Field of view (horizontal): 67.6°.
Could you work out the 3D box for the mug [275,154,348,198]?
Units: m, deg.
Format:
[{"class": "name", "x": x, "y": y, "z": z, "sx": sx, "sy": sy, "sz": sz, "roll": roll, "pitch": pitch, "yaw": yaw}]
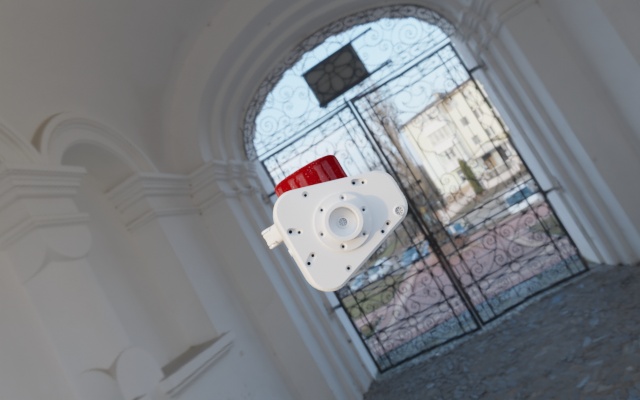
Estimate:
[{"class": "mug", "x": 0.000, "y": 0.002, "z": 0.562, "sx": 0.093, "sy": 0.081, "sz": 0.117, "roll": -30, "pitch": -3, "yaw": -6}]
